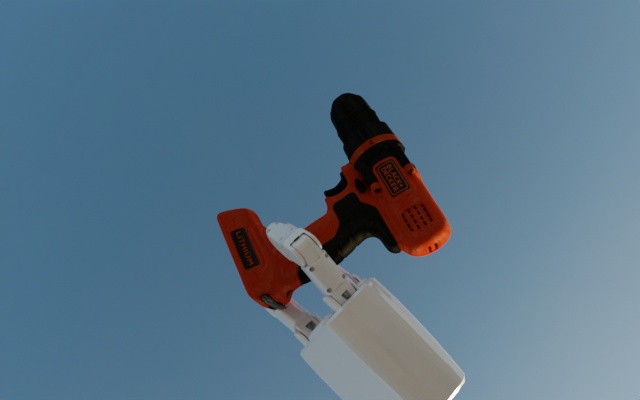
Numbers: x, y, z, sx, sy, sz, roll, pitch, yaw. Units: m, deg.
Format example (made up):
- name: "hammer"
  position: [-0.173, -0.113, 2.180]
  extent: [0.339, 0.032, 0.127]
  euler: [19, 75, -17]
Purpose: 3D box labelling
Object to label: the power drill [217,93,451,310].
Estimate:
- name: "power drill"
  position: [0.000, 0.002, 0.450]
  extent: [0.187, 0.184, 0.057]
  euler: [-30, -29, 5]
